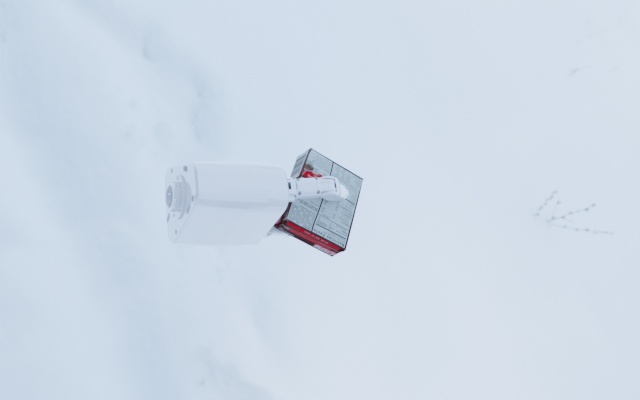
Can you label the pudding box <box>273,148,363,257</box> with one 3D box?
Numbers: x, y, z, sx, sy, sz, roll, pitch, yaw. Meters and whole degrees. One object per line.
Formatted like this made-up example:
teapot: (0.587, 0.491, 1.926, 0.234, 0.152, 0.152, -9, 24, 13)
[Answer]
pudding box: (0.000, 0.002, 0.606, 0.090, 0.113, 0.039, 30, -30, -21)
